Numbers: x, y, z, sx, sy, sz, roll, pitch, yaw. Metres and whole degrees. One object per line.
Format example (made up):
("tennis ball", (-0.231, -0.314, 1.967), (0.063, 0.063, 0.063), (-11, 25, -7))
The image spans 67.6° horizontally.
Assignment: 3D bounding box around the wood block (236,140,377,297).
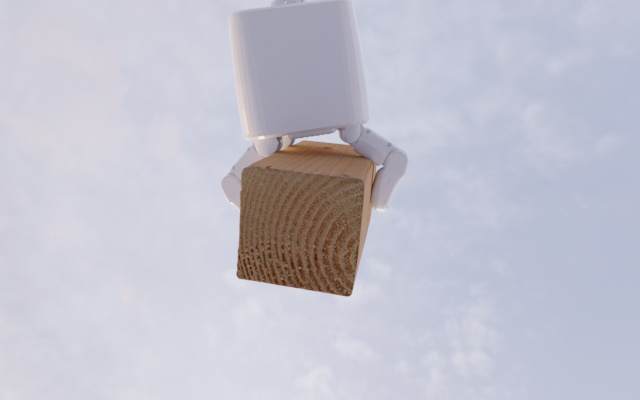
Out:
("wood block", (0.000, 0.001, 0.441), (0.091, 0.090, 0.206), (7, 14, 8))
